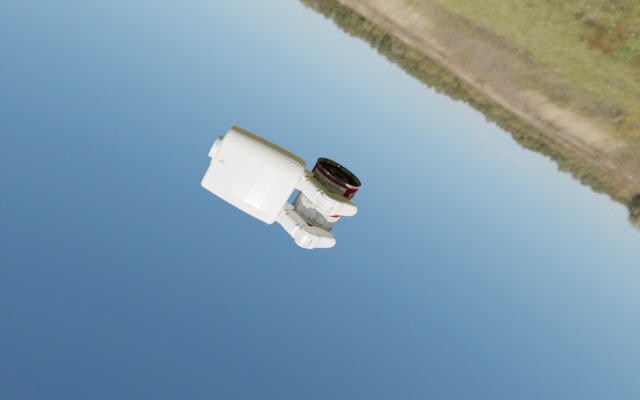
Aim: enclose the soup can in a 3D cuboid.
[{"bbox_3d":[0.000,0.003,0.651,0.068,0.102,0.068,28,20,-11],"label":"soup can"}]
